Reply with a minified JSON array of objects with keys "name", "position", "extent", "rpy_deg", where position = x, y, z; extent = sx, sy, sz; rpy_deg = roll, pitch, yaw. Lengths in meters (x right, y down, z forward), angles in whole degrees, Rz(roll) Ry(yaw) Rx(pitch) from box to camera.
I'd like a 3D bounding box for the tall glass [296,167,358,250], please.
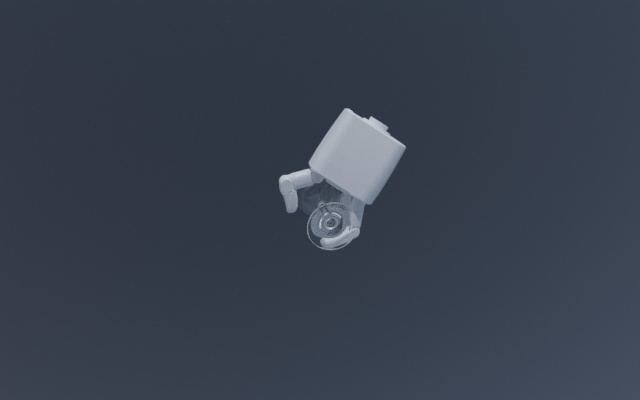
[{"name":"tall glass","position":[0.000,0.003,0.768],"extent":[0.079,0.079,0.201],"rpy_deg":[0,20,-11]}]
